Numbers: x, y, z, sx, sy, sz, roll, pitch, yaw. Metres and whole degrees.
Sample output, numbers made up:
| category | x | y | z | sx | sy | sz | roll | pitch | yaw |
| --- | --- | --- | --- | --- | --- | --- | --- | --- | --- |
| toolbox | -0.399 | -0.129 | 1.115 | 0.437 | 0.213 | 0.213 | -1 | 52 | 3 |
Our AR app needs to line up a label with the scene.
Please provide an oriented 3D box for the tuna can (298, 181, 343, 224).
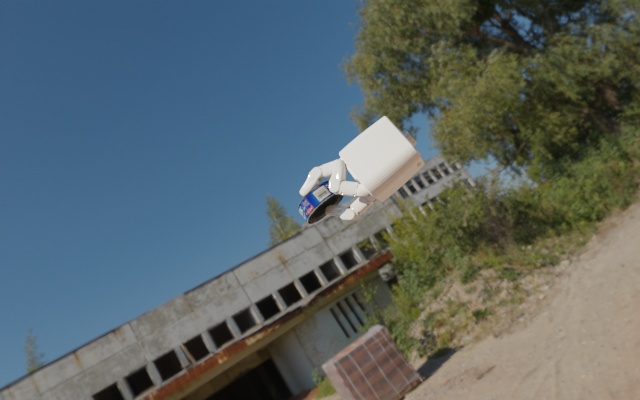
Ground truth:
| category | x | y | z | sx | sy | sz | roll | pitch | yaw |
| --- | --- | --- | --- | --- | --- | --- | --- | --- | --- |
| tuna can | 0.000 | 0.003 | 0.884 | 0.086 | 0.033 | 0.086 | -37 | -16 | -13 |
